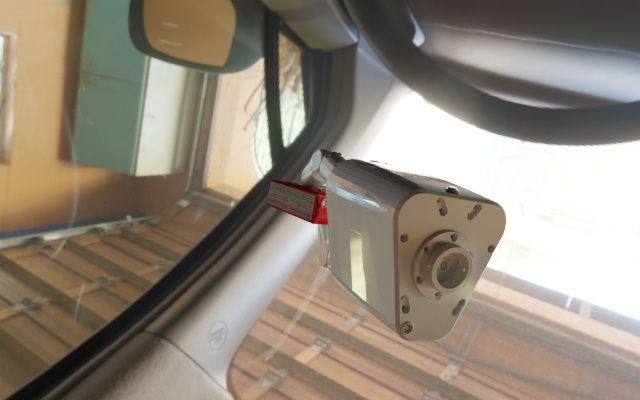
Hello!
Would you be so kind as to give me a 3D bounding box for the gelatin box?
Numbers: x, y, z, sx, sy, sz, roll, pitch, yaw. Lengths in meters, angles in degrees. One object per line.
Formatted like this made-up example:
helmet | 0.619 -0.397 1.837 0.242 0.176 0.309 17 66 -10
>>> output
gelatin box | 0.000 0.002 0.475 0.073 0.030 0.089 5 7 -36
